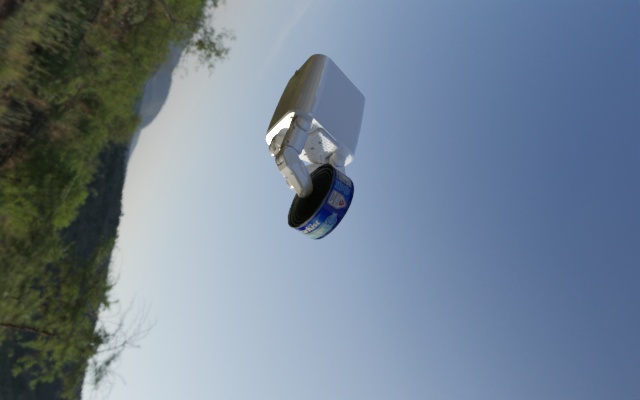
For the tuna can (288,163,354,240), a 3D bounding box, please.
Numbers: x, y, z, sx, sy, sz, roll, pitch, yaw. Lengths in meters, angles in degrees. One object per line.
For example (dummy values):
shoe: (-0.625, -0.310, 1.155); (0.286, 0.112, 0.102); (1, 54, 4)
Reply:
tuna can: (0.001, 0.002, 0.555); (0.034, 0.086, 0.086); (33, -14, -22)
